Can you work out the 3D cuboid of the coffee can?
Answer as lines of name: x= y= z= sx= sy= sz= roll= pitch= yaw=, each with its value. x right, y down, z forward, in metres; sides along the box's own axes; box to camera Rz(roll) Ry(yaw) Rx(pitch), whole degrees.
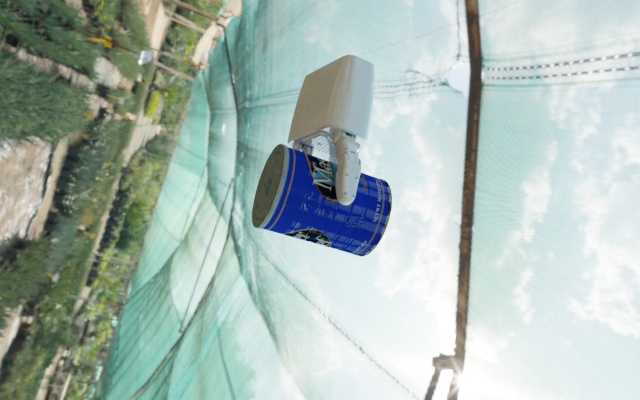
coffee can: x=0.000 y=0.002 z=0.579 sx=0.140 sy=0.103 sz=0.103 roll=17 pitch=-6 yaw=-20
